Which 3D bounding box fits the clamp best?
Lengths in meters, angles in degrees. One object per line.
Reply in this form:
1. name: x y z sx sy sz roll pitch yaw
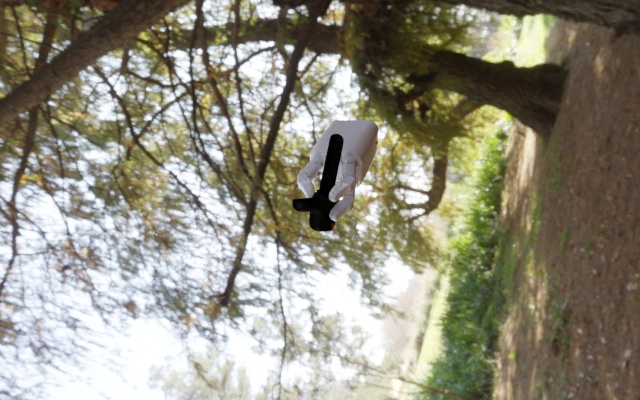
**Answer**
1. clamp: 0.000 0.003 0.873 0.036 0.164 0.210 21 -35 18
